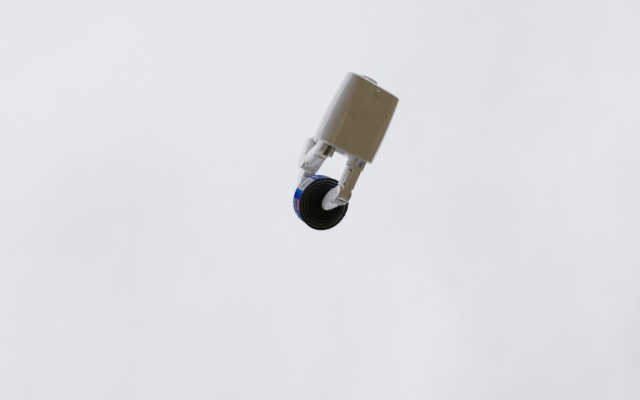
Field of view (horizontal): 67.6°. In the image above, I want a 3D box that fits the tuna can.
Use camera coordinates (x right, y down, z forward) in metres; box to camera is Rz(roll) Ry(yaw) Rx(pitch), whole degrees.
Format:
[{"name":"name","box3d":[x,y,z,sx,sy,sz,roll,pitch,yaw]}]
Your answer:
[{"name":"tuna can","box3d":[0.000,0.002,0.758,0.086,0.086,0.033,0,13,-25]}]
